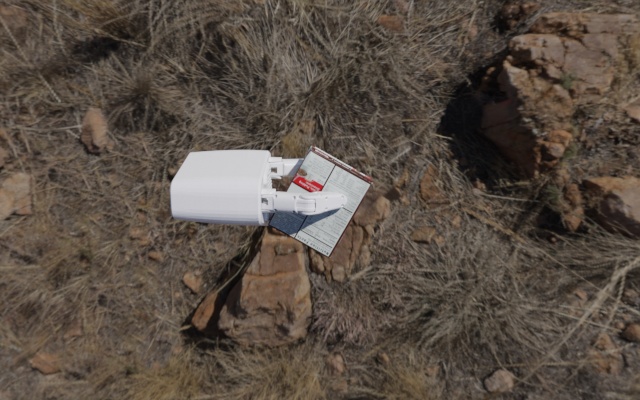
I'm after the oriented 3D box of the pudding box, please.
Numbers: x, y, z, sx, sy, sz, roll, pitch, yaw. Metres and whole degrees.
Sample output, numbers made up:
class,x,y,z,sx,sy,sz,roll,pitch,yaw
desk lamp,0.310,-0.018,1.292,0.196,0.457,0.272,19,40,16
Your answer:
class,x,y,z,sx,sy,sz,roll,pitch,yaw
pudding box,0.000,0.002,0.593,0.090,0.113,0.039,29,13,-3
